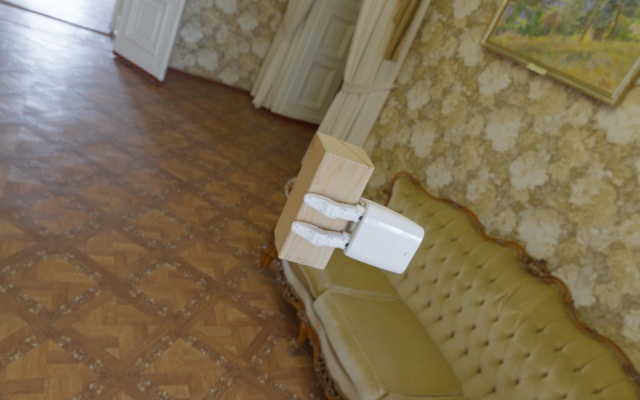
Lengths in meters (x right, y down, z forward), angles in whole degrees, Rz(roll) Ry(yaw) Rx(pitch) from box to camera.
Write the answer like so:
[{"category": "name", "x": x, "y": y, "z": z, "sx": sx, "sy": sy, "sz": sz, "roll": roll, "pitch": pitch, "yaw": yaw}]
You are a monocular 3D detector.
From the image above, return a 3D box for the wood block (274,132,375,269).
[{"category": "wood block", "x": 0.000, "y": 0.003, "z": 0.818, "sx": 0.090, "sy": 0.206, "sz": 0.090, "roll": 17, "pitch": 24, "yaw": -18}]
